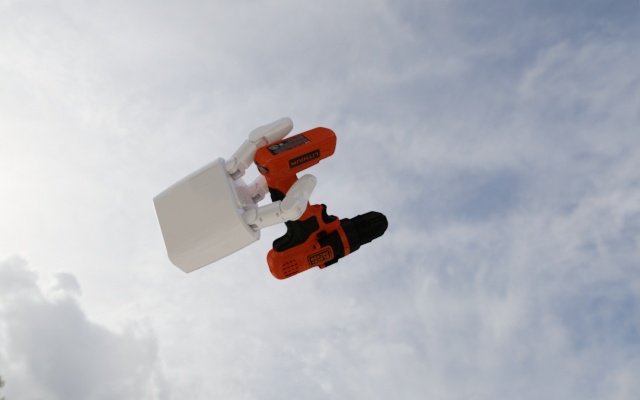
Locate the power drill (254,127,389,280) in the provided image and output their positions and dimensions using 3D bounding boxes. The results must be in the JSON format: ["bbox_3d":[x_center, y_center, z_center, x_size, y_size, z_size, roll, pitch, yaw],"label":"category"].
[{"bbox_3d":[0.000,0.002,0.638,0.184,0.188,0.057,-22,28,-17],"label":"power drill"}]
